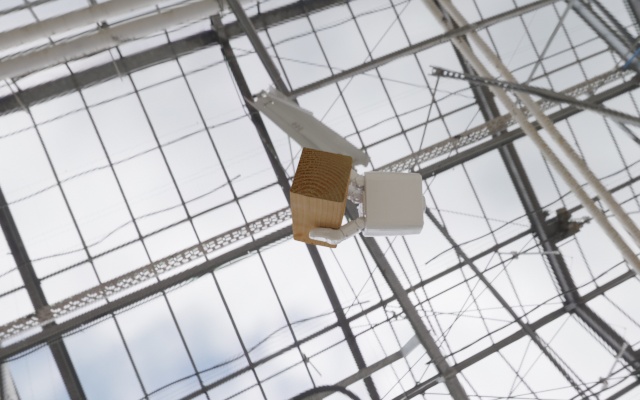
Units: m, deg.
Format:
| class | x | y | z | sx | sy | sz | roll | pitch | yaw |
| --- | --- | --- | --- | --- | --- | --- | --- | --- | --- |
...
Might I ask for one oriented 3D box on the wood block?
| class | x | y | z | sx | sy | sz | roll | pitch | yaw |
| --- | --- | --- | --- | --- | --- | --- | --- | --- | --- |
| wood block | 0.000 | 0.003 | 0.869 | 0.090 | 0.090 | 0.206 | 12 | -27 | 5 |
